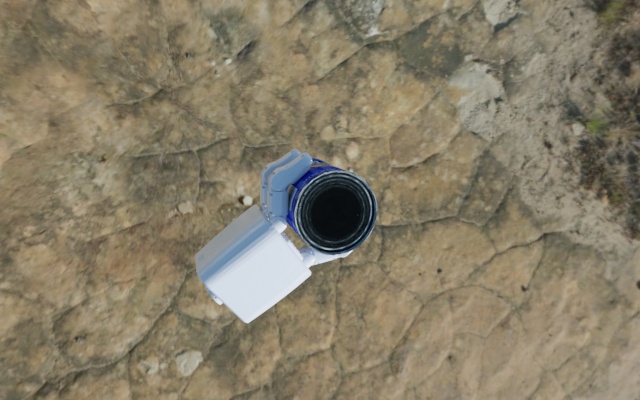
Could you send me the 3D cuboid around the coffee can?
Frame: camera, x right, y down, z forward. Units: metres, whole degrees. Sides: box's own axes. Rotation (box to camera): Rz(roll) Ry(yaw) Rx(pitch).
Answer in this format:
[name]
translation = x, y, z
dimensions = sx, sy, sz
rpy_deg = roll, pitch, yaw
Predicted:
[coffee can]
translation = 0.000, 0.002, 0.622
dimensions = 0.103, 0.103, 0.140
rpy_deg = 0, 11, -16
